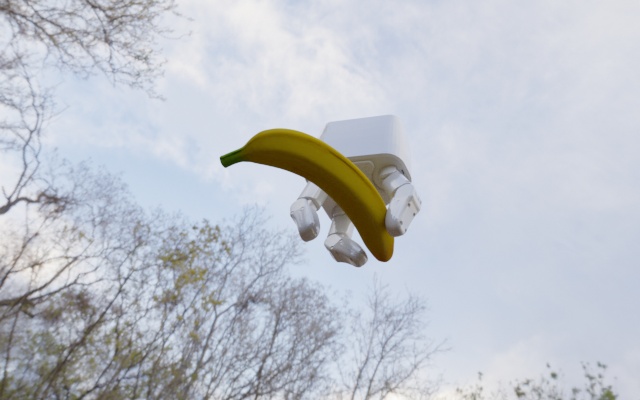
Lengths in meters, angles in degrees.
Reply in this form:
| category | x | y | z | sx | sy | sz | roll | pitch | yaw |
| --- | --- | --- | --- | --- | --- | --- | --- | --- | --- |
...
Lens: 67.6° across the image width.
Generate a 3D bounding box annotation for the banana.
| category | x | y | z | sx | sy | sz | roll | pitch | yaw |
| --- | --- | --- | --- | --- | --- | --- | --- | --- | --- |
| banana | 0.008 | -0.012 | 0.447 | 0.198 | 0.070 | 0.037 | 33 | 33 | -17 |
